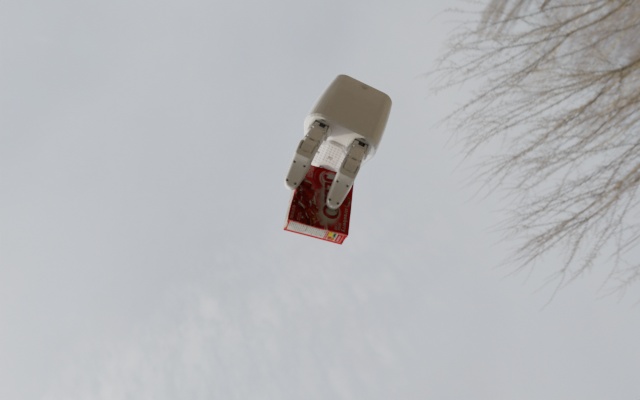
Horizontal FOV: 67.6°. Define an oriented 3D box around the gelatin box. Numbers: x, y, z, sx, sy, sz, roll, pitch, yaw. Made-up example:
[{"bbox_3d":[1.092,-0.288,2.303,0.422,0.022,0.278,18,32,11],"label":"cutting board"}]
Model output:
[{"bbox_3d":[0.000,0.002,0.574,0.073,0.089,0.030,16,-35,-8],"label":"gelatin box"}]
